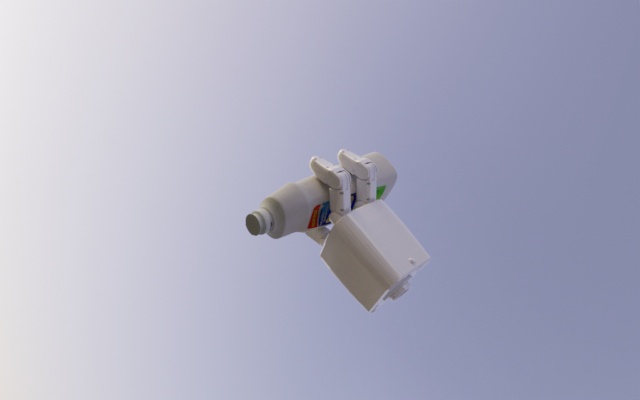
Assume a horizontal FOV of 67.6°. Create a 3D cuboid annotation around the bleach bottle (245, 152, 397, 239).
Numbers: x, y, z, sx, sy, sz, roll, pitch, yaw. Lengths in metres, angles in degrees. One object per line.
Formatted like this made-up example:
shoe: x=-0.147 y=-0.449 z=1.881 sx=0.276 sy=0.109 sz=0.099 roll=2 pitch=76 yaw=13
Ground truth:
bleach bottle: x=0.000 y=0.002 z=0.660 sx=0.251 sy=0.068 sz=0.103 roll=-21 pitch=-27 yaw=-44
